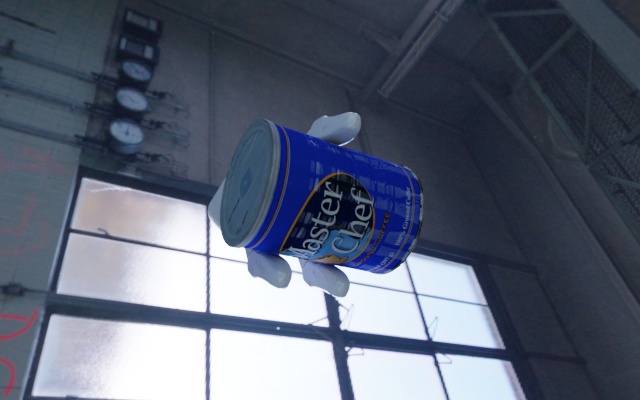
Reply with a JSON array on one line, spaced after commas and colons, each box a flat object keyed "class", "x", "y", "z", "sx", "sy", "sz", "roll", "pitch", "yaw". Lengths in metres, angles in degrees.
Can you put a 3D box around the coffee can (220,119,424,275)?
[{"class": "coffee can", "x": 0.000, "y": 0.001, "z": 0.402, "sx": 0.140, "sy": 0.103, "sz": 0.103, "roll": 15, "pitch": -7, "yaw": -27}]
